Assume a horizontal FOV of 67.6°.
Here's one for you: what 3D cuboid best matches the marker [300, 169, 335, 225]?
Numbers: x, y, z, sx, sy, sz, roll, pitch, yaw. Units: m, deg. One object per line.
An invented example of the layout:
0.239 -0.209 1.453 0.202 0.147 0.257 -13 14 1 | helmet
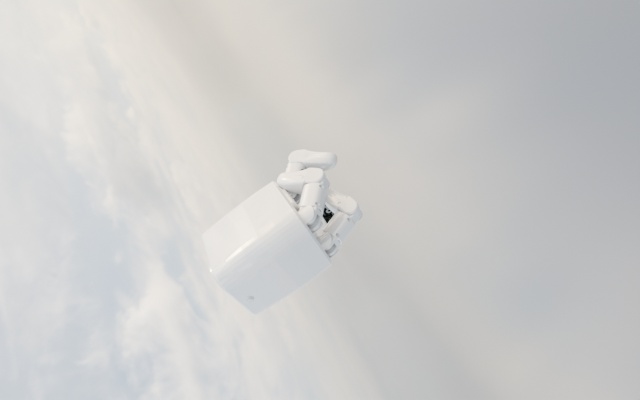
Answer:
0.000 0.002 0.590 0.020 0.020 0.121 0 -35 25 | marker
